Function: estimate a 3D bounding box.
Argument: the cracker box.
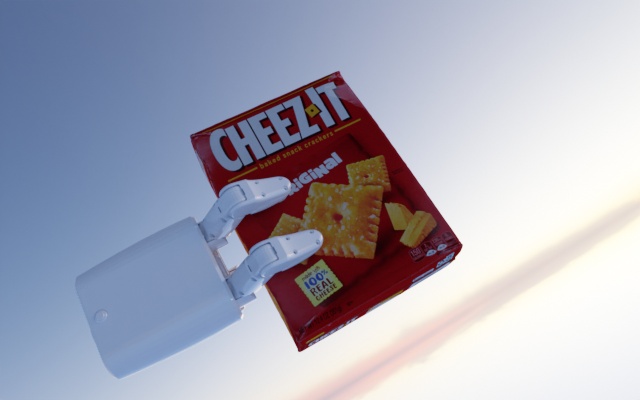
[{"bbox_3d":[0.000,0.002,0.442,0.164,0.213,0.072,-27,-20,-13],"label":"cracker box"}]
